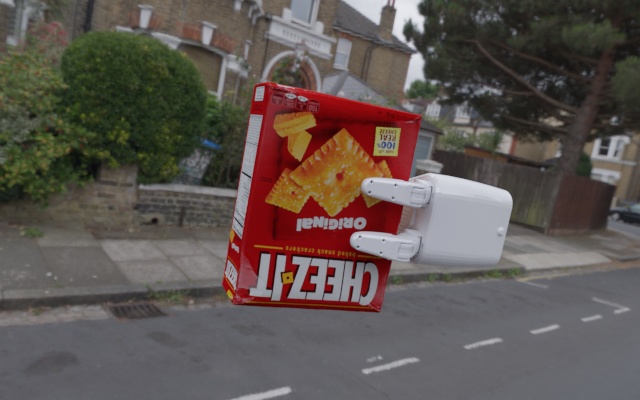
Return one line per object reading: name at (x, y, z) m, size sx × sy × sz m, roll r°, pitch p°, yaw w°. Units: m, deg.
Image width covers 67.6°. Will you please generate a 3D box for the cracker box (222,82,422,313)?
cracker box at (0.000, 0.001, 0.491) m, size 0.164 × 0.214 × 0.072 m, roll 8°, pitch 7°, yaw -21°
